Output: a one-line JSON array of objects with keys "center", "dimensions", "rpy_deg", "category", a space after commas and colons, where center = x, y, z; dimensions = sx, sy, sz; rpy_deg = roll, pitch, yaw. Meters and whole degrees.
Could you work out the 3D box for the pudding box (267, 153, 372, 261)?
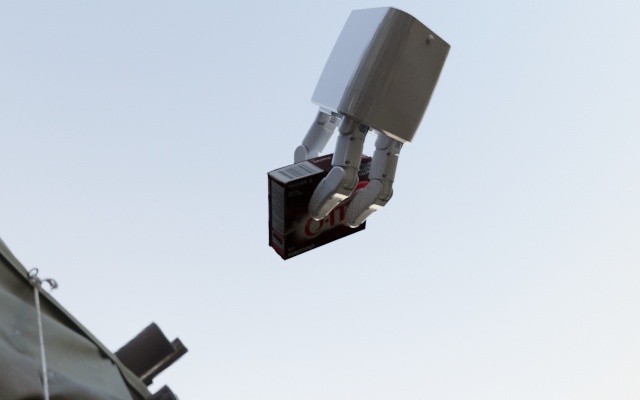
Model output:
[{"center": [0.000, 0.002, 0.499], "dimensions": [0.113, 0.090, 0.039], "rpy_deg": [-17, 34, -31], "category": "pudding box"}]
